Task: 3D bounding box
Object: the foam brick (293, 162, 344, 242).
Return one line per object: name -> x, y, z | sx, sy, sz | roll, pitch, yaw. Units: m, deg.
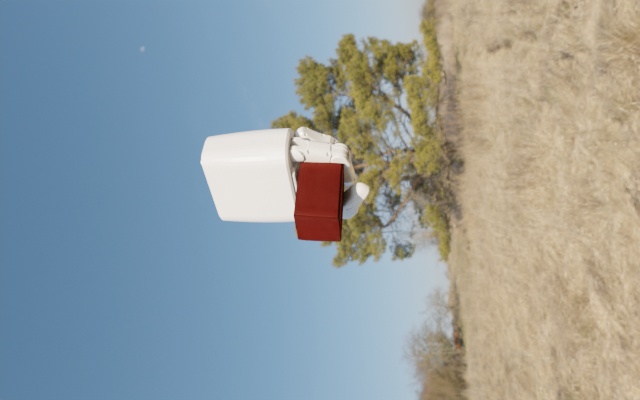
foam brick -> 0.000, 0.002, 0.547 | 0.051, 0.078, 0.053 | 2, -36, 5
